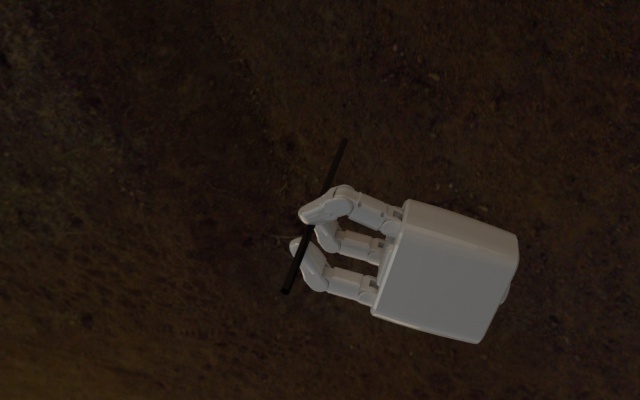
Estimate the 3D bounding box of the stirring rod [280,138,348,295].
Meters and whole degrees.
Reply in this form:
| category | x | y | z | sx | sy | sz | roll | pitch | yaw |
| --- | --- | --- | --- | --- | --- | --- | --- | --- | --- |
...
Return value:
| category | x | y | z | sx | sy | sz | roll | pitch | yaw |
| --- | --- | --- | --- | --- | --- | --- | --- | --- | --- |
| stirring rod | 0.000 | 0.001 | 0.484 | 0.011 | 0.011 | 0.239 | 0 | 38 | 18 |
